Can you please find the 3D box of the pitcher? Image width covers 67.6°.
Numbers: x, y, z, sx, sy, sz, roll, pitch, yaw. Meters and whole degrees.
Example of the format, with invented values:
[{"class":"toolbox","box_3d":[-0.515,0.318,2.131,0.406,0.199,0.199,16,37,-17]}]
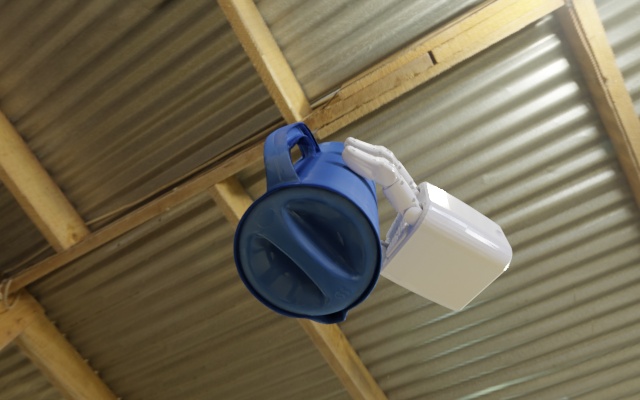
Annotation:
[{"class":"pitcher","box_3d":[0.000,0.002,0.523,0.145,0.149,0.242,27,21,-2]}]
